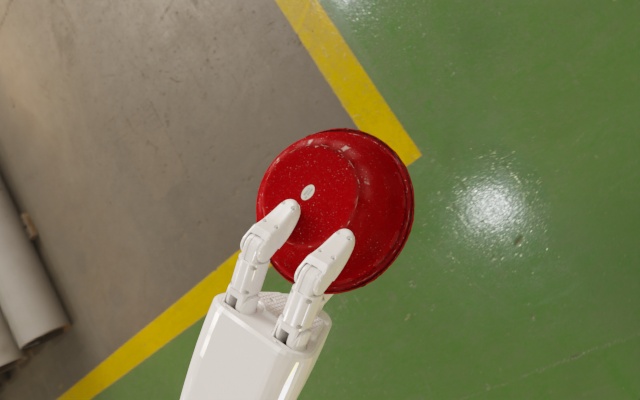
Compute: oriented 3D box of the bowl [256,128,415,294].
[{"bbox_3d":[0.000,0.000,0.433,0.162,0.162,0.055,0,-14,23],"label":"bowl"}]
